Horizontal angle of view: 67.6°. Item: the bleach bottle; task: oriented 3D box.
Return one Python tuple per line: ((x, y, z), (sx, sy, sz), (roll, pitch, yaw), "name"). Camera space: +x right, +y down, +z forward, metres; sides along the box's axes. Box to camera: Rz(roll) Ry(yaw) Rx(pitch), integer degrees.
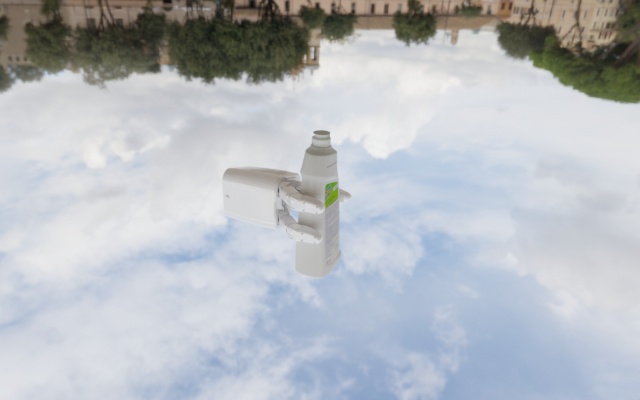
((0.000, 0.003, 0.815), (0.068, 0.251, 0.102), (12, 27, 19), "bleach bottle")
